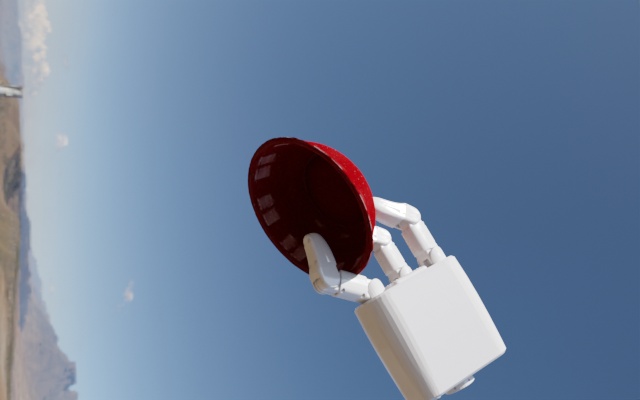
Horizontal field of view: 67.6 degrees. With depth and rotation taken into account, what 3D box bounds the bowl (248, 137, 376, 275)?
[{"bbox_3d":[0.000,0.000,0.493,0.162,0.162,0.055,0,27,44],"label":"bowl"}]
